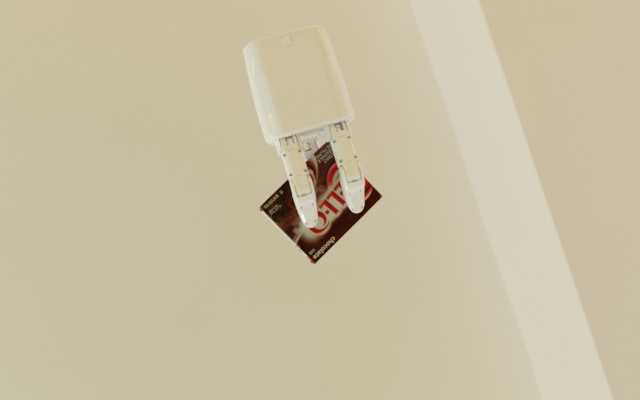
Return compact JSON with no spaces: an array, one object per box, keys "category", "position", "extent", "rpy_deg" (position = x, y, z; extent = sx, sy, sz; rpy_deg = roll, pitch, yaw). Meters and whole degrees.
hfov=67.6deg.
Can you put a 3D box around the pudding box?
[{"category":"pudding box","position":[0.000,0.002,0.548],"extent":[0.113,0.090,0.039],"rpy_deg":[-45,3,-6]}]
